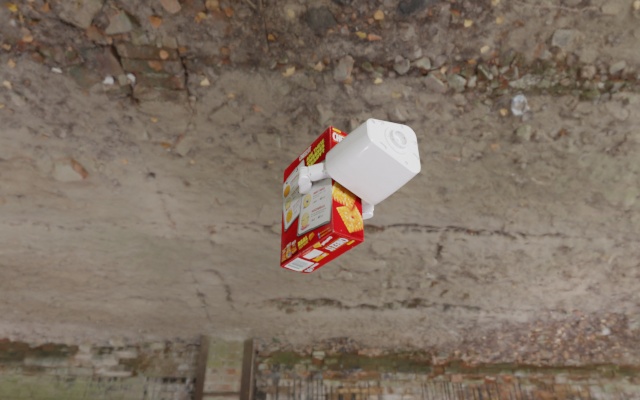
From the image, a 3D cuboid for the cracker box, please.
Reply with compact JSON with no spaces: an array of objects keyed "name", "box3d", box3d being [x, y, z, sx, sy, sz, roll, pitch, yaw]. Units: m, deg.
[{"name":"cracker box","box3d":[0.000,0.003,0.853,0.072,0.213,0.164,20,-38,-29]}]
